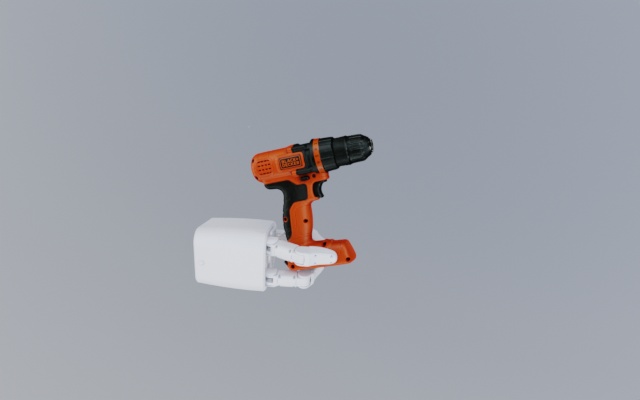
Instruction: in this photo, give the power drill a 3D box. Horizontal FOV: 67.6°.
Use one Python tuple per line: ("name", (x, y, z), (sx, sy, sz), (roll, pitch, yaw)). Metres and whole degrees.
("power drill", (0.000, 0.003, 0.709), (0.184, 0.187, 0.057), (-10, 4, 15))
